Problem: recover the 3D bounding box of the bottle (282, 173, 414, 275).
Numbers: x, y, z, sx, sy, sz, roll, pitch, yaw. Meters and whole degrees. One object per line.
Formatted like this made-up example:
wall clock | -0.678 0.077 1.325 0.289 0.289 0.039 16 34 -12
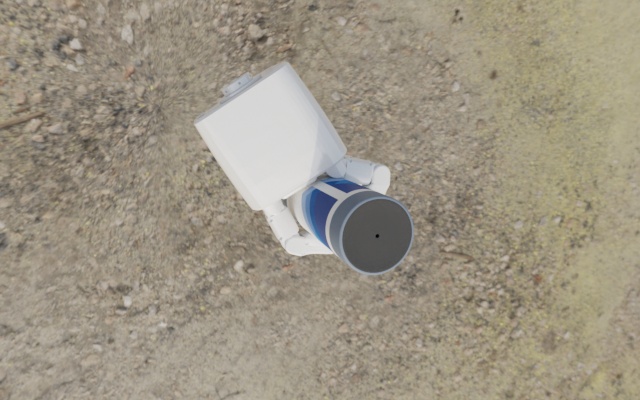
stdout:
bottle | 0.000 0.002 0.521 0.069 0.069 0.295 0 11 -19
